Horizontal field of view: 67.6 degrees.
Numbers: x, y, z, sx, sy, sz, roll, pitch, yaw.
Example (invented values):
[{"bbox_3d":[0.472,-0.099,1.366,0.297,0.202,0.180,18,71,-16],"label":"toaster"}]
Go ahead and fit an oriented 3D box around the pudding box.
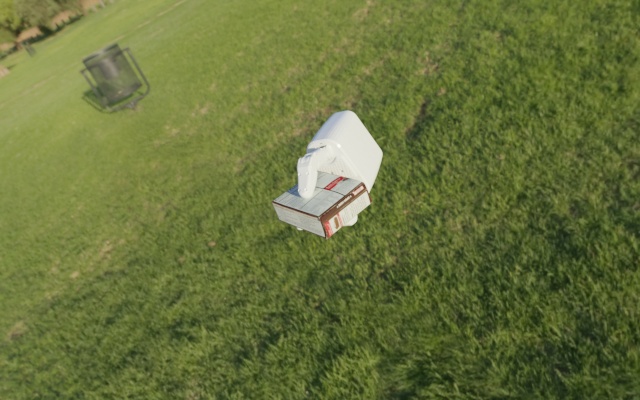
[{"bbox_3d":[0.000,0.002,0.661,0.090,0.039,0.113,-38,31,-26],"label":"pudding box"}]
